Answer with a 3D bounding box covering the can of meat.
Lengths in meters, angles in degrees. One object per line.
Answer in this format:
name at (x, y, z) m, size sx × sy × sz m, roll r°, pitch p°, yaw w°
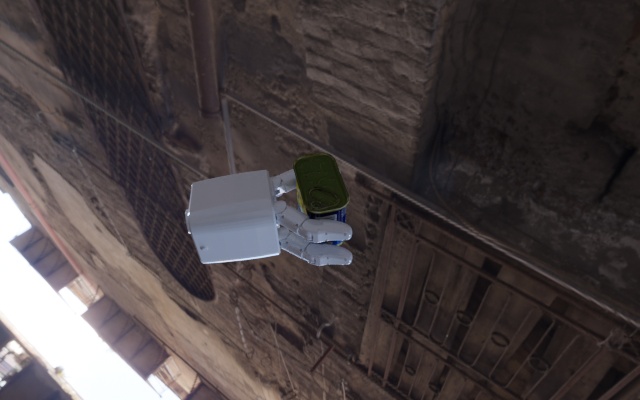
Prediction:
can of meat at (0.000, 0.002, 0.633) m, size 0.057 × 0.102 × 0.084 m, roll -11°, pitch -41°, yaw -9°
